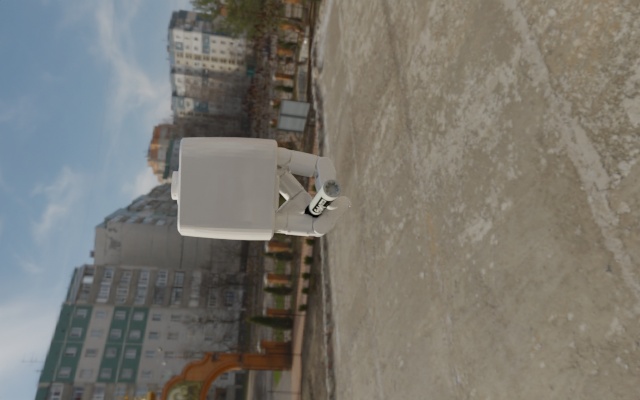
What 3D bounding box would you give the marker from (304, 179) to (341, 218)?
[{"bbox_3d":[0.000,0.002,0.521,0.020,0.020,0.121,0,-13,-11],"label":"marker"}]
